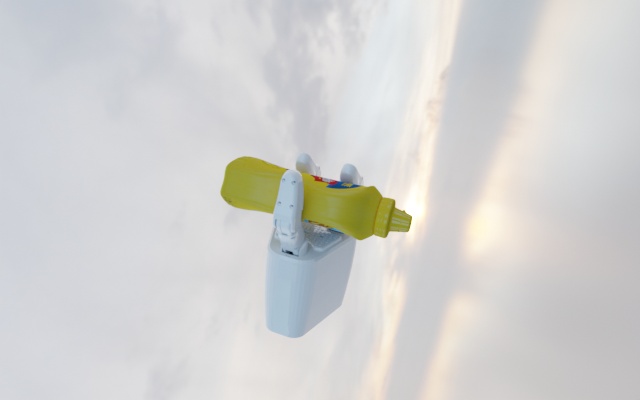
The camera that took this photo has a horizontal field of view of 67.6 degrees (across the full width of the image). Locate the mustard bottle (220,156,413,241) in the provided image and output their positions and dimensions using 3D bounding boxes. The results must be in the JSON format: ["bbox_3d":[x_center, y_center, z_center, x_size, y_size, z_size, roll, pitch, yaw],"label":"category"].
[{"bbox_3d":[0.000,0.001,0.499,0.191,0.058,0.096,14,2,15],"label":"mustard bottle"}]
